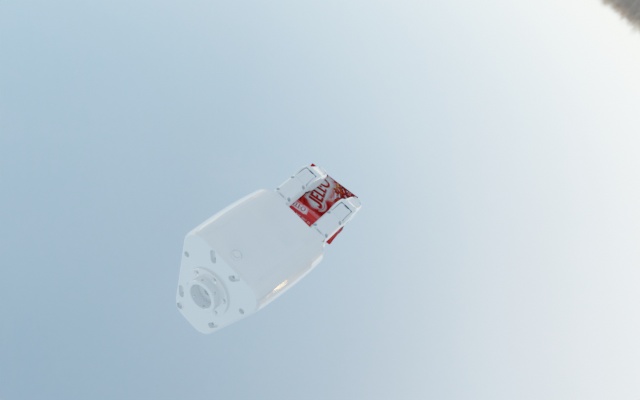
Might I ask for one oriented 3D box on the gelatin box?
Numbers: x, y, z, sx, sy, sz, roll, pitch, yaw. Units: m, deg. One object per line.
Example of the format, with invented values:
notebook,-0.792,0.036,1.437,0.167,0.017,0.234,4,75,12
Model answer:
gelatin box,0.000,0.002,0.568,0.073,0.030,0.089,37,32,-2
